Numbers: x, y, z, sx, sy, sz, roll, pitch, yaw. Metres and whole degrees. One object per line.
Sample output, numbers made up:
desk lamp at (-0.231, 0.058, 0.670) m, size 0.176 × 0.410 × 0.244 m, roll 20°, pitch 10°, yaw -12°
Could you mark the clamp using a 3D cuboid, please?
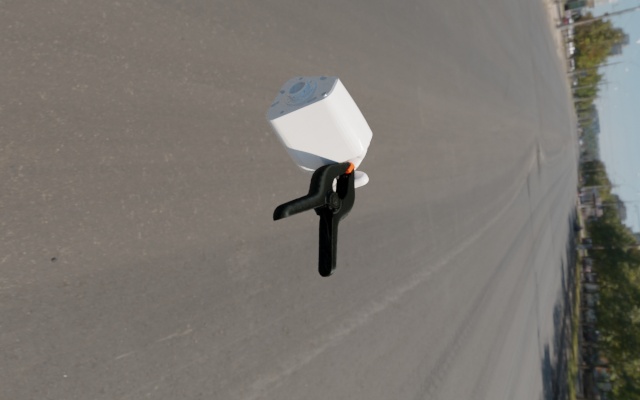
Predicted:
clamp at (0.001, 0.002, 0.640) m, size 0.039 × 0.171 × 0.120 m, roll -10°, pitch -44°, yaw 34°
